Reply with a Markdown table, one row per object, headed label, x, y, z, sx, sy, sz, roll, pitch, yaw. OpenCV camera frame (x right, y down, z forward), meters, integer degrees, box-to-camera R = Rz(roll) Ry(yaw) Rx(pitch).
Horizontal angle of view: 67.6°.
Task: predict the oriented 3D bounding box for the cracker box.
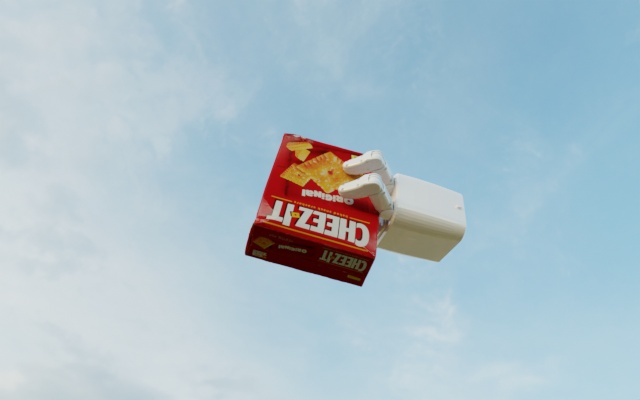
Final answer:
| label | x | y | z | sx | sy | sz | roll | pitch | yaw |
| --- | --- | --- | --- | --- | --- | --- | --- | --- | --- |
| cracker box | 0.000 | 0.002 | 0.687 | 0.164 | 0.072 | 0.213 | 15 | 41 | -3 |
